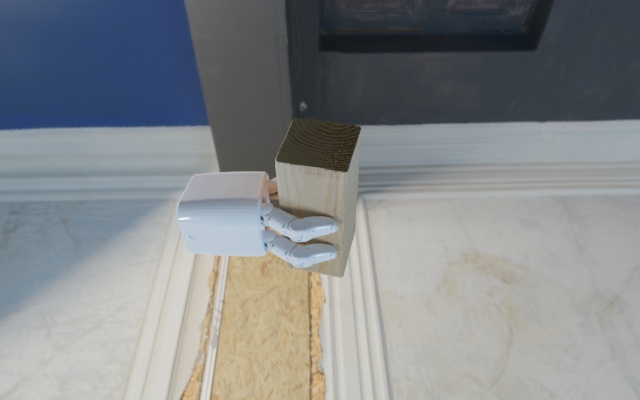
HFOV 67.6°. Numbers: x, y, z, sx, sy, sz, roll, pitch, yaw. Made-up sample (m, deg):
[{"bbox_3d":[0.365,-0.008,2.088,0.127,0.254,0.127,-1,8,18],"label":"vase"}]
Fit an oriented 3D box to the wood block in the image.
[{"bbox_3d":[0.000,0.002,0.648,0.090,0.090,0.206,9,-43,9],"label":"wood block"}]
